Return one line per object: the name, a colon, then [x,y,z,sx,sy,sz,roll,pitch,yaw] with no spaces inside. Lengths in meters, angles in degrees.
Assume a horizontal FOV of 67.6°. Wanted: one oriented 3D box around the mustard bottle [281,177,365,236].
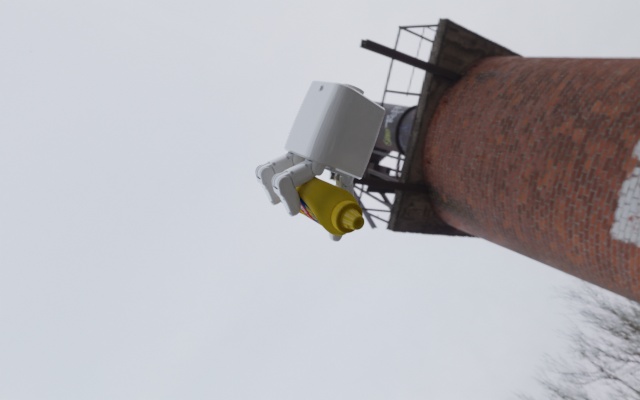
mustard bottle: [0.000,0.002,0.660,0.096,0.058,0.191,48,-11,-33]
